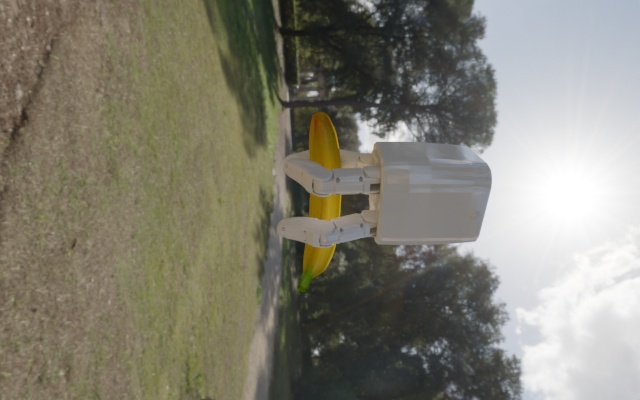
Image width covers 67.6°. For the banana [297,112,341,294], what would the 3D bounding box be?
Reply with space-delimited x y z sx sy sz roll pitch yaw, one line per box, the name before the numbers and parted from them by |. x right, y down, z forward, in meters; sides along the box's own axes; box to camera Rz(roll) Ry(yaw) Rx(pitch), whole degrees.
banana | 0.003 0.001 0.529 0.037 0.198 0.069 6 14 8
